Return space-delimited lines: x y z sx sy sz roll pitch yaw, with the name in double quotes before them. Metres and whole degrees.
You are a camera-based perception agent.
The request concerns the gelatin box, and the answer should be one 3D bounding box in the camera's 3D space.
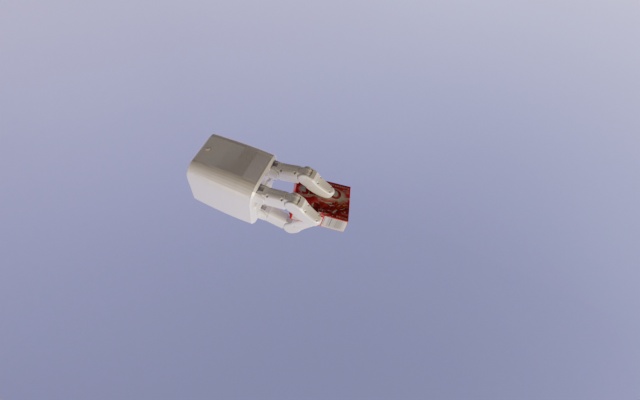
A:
"gelatin box" 0.000 0.003 0.736 0.089 0.073 0.030 14 -42 -8
